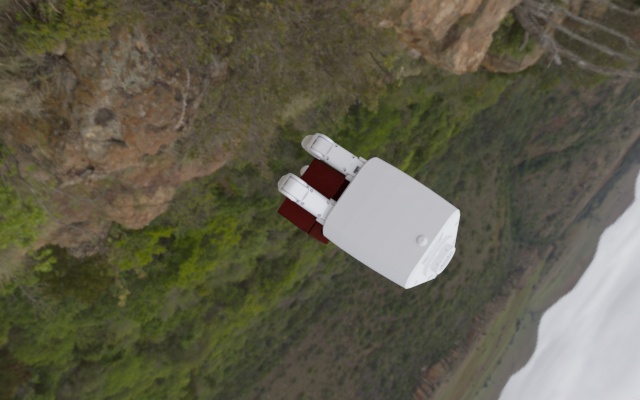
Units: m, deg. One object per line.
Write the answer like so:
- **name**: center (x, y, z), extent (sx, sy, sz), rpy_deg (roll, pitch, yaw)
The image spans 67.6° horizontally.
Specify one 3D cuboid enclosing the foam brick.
- **foam brick**: center (0.000, 0.002, 0.542), extent (0.051, 0.078, 0.053), rpy_deg (34, -2, 29)
